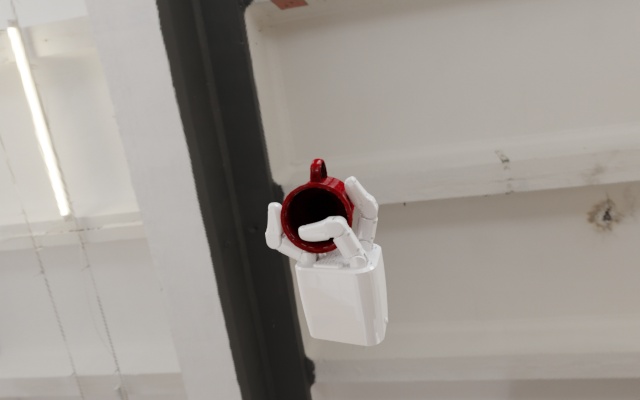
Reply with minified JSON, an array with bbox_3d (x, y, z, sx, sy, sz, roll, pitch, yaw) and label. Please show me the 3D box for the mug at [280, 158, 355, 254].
[{"bbox_3d":[0.000,0.001,0.636,0.093,0.117,0.081,-4,13,12],"label":"mug"}]
